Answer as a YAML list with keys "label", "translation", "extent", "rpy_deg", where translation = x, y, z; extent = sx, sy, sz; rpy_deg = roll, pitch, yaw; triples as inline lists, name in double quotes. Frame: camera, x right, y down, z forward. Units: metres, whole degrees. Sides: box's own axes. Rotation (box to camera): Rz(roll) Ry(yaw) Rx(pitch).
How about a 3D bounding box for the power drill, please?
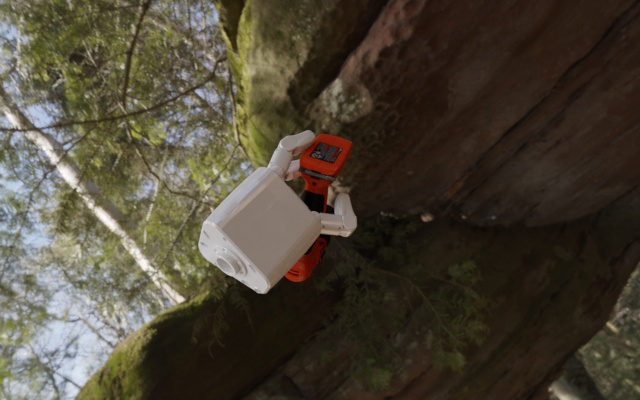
- label: "power drill"
  translation: [0.000, 0.002, 0.704]
  extent: [0.057, 0.188, 0.184]
  rpy_deg: [15, 31, 8]
